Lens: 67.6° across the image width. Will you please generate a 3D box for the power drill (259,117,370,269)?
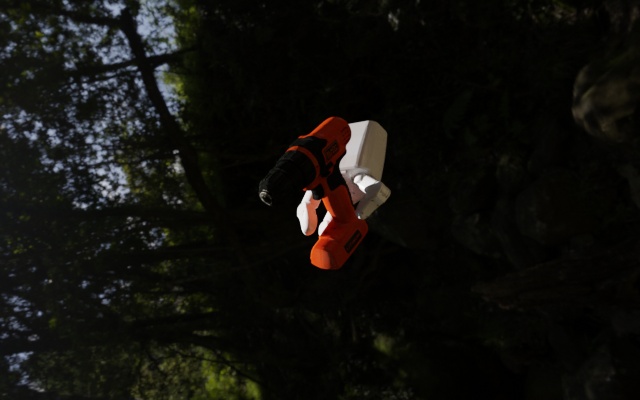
[{"bbox_3d":[0.000,0.002,0.659,0.057,0.188,0.184,10,40,35],"label":"power drill"}]
